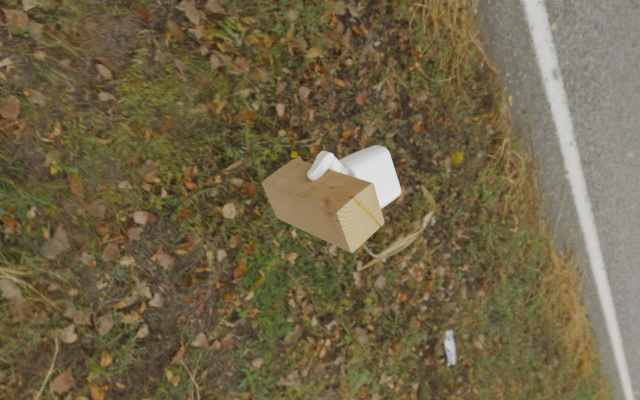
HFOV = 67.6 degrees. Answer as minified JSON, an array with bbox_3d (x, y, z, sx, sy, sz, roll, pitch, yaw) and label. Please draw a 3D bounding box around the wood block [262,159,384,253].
[{"bbox_3d":[0.000,0.002,0.851,0.090,0.091,0.206,-39,37,-27],"label":"wood block"}]
